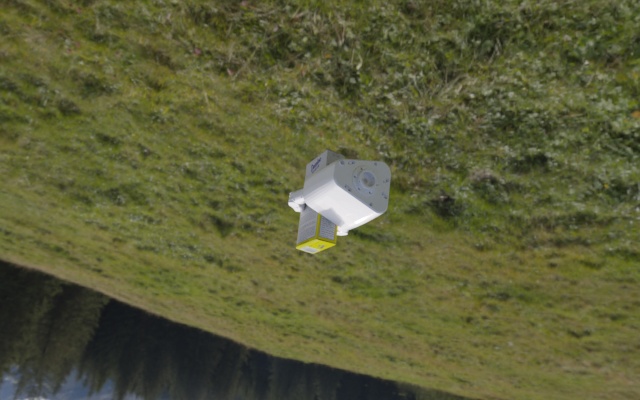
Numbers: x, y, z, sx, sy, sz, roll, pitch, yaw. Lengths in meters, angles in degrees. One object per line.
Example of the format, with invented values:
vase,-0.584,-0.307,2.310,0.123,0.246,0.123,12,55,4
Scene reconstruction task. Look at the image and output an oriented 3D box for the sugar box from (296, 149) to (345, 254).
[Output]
sugar box,0.001,0.003,0.889,0.048,0.176,0.093,19,-23,-23
